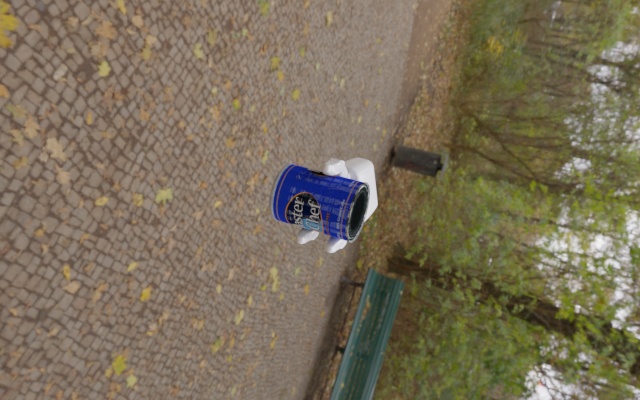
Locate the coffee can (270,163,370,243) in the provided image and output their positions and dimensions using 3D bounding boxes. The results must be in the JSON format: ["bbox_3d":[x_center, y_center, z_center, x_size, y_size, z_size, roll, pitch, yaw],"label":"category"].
[{"bbox_3d":[0.000,0.003,0.802,0.140,0.103,0.103,15,5,19],"label":"coffee can"}]
